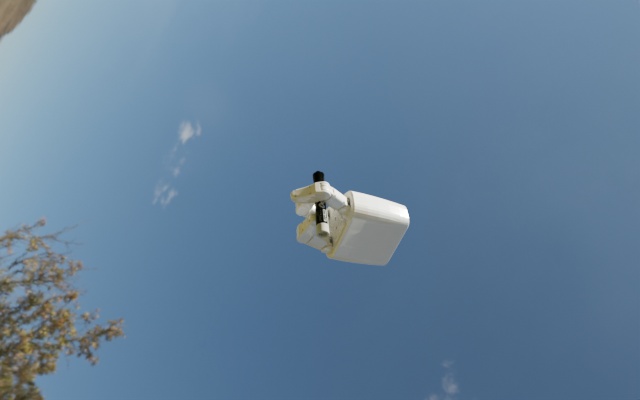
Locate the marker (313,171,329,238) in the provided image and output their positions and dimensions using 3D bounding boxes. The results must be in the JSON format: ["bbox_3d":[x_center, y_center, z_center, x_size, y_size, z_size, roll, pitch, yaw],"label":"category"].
[{"bbox_3d":[0.000,0.002,0.726,0.020,0.121,0.020,-3,-39,-2],"label":"marker"}]
